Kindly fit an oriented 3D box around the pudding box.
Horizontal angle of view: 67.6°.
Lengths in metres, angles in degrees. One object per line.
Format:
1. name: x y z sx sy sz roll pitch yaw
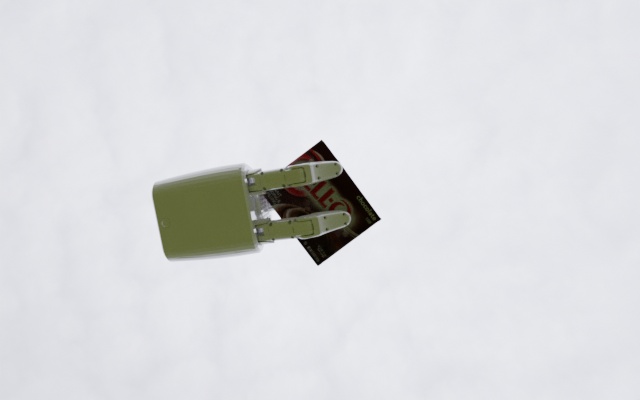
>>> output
1. pudding box: 0.000 0.002 0.542 0.090 0.113 0.039 -37 3 6
